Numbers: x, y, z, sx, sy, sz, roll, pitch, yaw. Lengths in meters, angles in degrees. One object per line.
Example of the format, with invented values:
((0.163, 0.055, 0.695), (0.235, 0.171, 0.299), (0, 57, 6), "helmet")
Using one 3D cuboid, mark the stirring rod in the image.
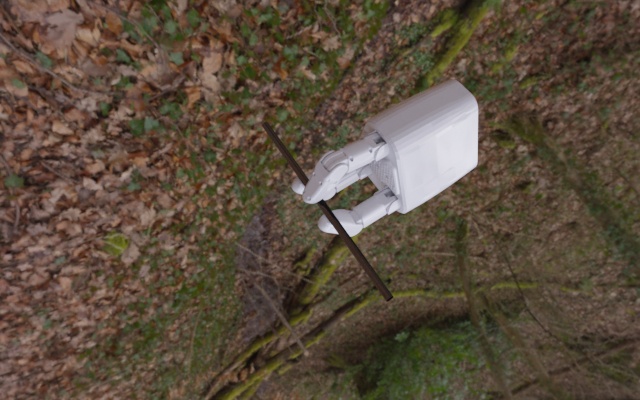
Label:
((0.000, 0.001, 0.484), (0.011, 0.239, 0.011), (-27, -28, -16), "stirring rod")
